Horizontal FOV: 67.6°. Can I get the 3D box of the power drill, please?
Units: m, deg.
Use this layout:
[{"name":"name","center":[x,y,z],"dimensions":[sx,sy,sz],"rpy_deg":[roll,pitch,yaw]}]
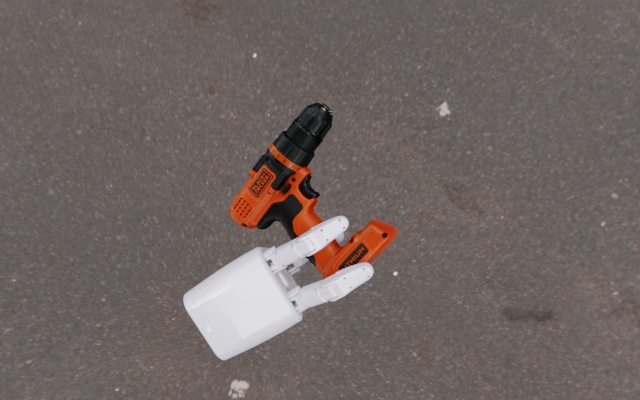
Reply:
[{"name":"power drill","center":[0.000,0.002,0.574],"dimensions":[0.187,0.184,0.057],"rpy_deg":[43,18,15]}]
